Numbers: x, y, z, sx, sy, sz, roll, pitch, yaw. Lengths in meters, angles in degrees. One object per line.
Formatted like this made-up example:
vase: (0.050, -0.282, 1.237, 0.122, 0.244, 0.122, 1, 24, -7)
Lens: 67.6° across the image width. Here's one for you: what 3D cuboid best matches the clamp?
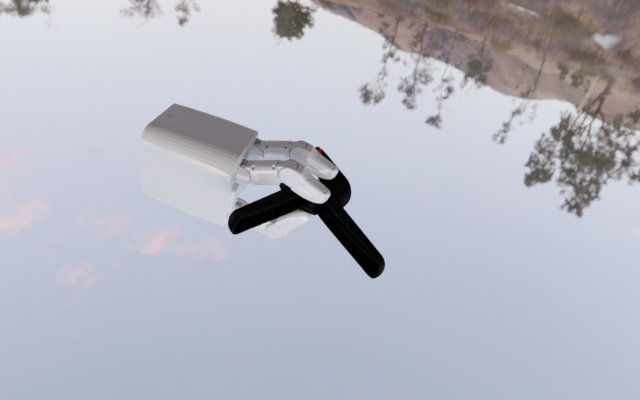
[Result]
clamp: (0.000, 0.002, 0.549, 0.164, 0.036, 0.209, 23, 31, -4)
